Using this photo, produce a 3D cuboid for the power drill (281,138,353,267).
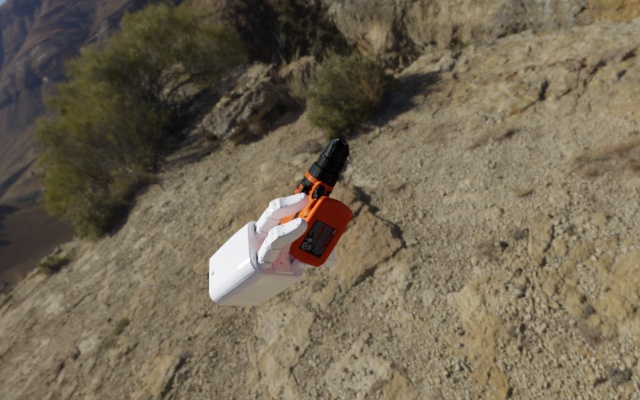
[{"bbox_3d":[0.000,0.003,0.734,0.057,0.184,0.187,25,16,-13],"label":"power drill"}]
